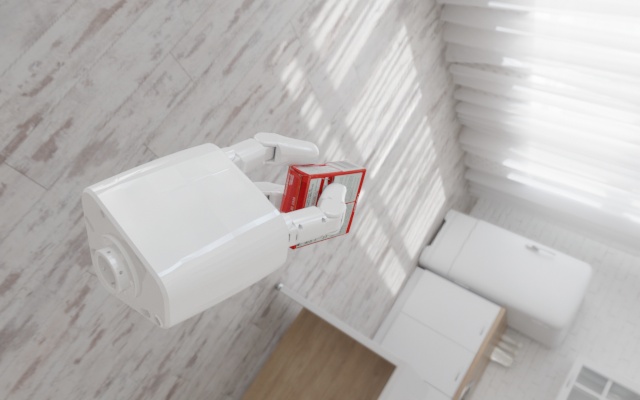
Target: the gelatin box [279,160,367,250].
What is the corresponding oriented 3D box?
[{"bbox_3d":[0.001,0.002,0.462,0.030,0.073,0.089,28,25,35],"label":"gelatin box"}]
